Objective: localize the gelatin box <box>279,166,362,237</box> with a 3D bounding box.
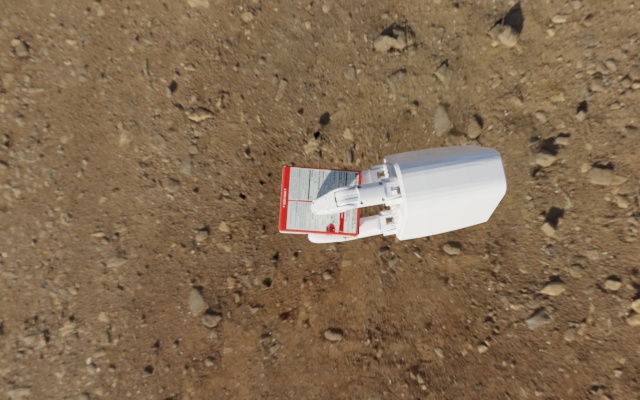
[{"bbox_3d":[0.000,0.002,0.532,0.089,0.073,0.030,4,-7,-3],"label":"gelatin box"}]
